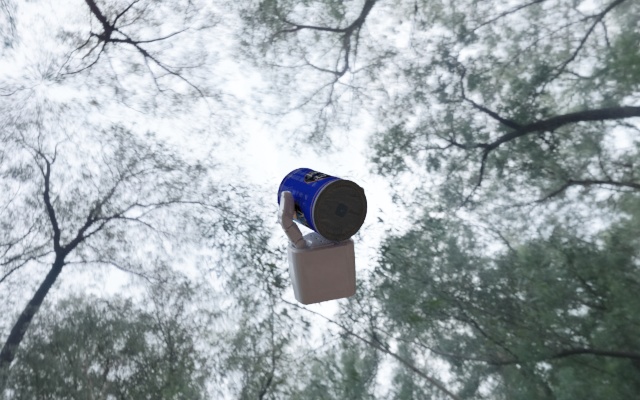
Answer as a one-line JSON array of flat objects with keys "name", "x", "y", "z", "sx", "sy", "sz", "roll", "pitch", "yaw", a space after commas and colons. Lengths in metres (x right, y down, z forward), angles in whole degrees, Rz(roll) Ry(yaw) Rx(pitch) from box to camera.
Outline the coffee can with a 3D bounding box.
[{"name": "coffee can", "x": 0.000, "y": 0.003, "z": 0.822, "sx": 0.103, "sy": 0.103, "sz": 0.140, "roll": 0, "pitch": 12, "yaw": -30}]
